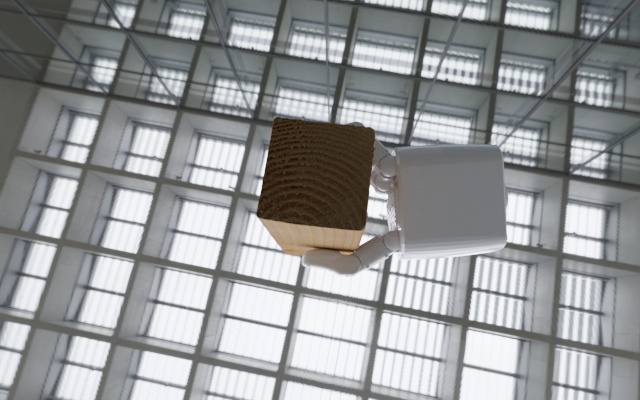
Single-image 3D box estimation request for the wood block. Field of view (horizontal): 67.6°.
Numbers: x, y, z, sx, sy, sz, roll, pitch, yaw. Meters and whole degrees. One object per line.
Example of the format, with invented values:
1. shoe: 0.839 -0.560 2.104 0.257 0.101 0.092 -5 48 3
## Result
1. wood block: 0.000 0.002 0.488 0.090 0.090 0.206 7 -14 4
